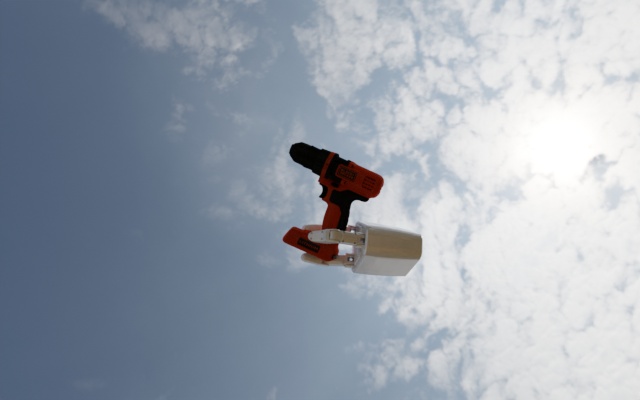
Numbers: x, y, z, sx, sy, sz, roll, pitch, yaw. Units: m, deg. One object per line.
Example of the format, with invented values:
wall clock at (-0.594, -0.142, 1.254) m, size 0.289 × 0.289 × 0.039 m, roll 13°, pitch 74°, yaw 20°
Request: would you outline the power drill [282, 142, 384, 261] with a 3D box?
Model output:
power drill at (0.000, 0.003, 0.876) m, size 0.184 × 0.187 × 0.057 m, roll 25°, pitch 6°, yaw 9°
